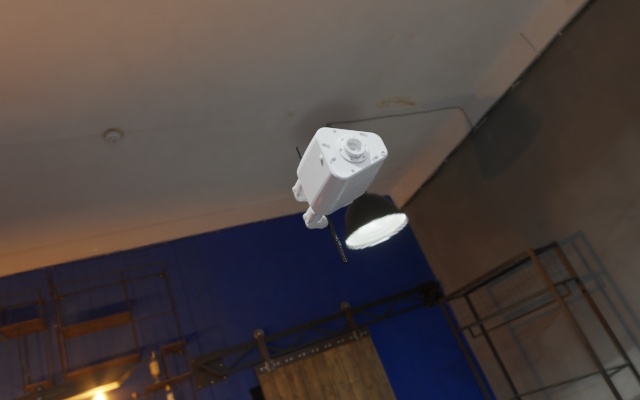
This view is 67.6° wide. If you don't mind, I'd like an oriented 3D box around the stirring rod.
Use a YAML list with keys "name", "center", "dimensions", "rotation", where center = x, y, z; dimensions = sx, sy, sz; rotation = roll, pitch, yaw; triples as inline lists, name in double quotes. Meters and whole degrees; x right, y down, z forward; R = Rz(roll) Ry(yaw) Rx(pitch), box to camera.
- name: "stirring rod"
  center: [0.000, 0.003, 0.853]
  dimensions: [0.011, 0.239, 0.011]
  rotation: [-19, -23, -8]
